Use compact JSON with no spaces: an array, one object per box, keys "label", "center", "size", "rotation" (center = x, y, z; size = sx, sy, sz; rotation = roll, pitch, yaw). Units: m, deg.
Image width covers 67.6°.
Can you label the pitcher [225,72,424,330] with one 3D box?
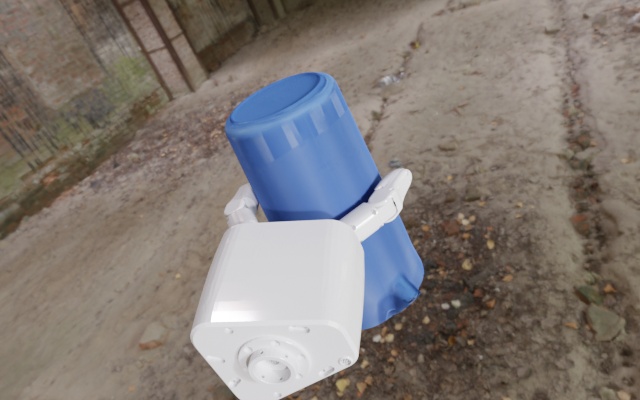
[{"label":"pitcher","center":[0.000,0.002,0.485],"size":[0.149,0.243,0.145],"rotation":[-15,31,18]}]
